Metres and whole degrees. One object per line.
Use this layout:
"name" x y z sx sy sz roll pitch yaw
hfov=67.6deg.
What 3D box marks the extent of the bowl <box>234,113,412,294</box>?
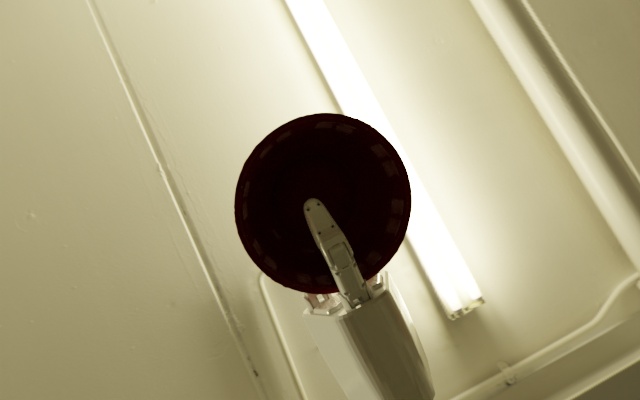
"bowl" 0.000 0.000 0.445 0.162 0.162 0.055 0 8 -13
